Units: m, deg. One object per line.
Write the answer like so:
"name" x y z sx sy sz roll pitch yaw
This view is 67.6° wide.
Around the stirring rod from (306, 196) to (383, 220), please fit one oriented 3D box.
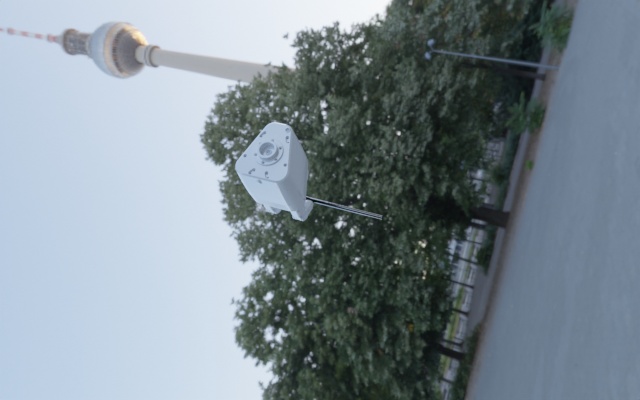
"stirring rod" 0.000 0.003 0.897 0.239 0.011 0.011 14 4 17
